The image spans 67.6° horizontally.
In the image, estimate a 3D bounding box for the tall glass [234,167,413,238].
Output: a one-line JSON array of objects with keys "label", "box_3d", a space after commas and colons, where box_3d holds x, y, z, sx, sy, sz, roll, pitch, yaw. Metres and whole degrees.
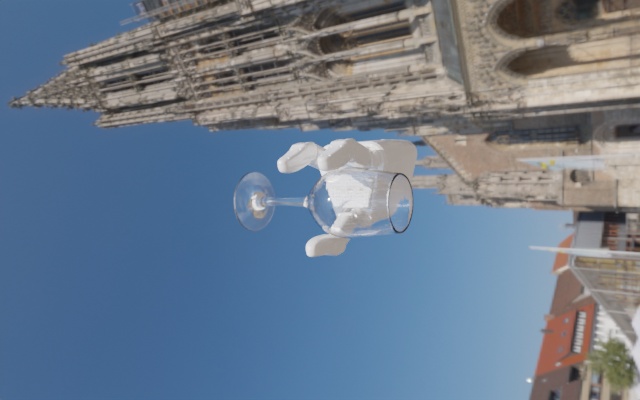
[{"label": "tall glass", "box_3d": [-0.001, 0.002, 0.540, 0.201, 0.079, 0.079, 1, 0, 35]}]
